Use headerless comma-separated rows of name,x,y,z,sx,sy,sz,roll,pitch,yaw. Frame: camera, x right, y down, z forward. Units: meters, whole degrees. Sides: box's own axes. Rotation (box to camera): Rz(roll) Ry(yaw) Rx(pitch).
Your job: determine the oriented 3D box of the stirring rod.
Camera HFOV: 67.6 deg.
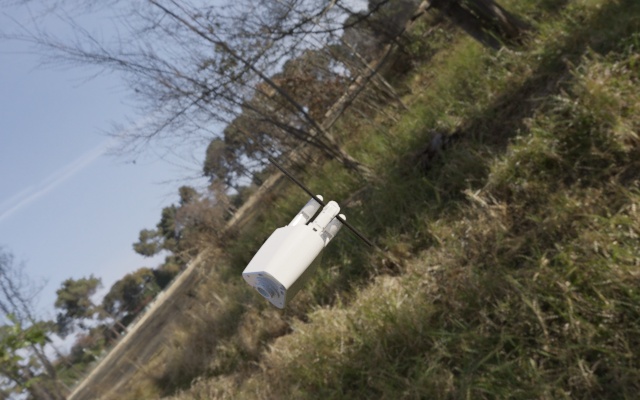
stirring rod,0.000,0.003,0.853,0.239,0.011,0.011,40,-1,-2
